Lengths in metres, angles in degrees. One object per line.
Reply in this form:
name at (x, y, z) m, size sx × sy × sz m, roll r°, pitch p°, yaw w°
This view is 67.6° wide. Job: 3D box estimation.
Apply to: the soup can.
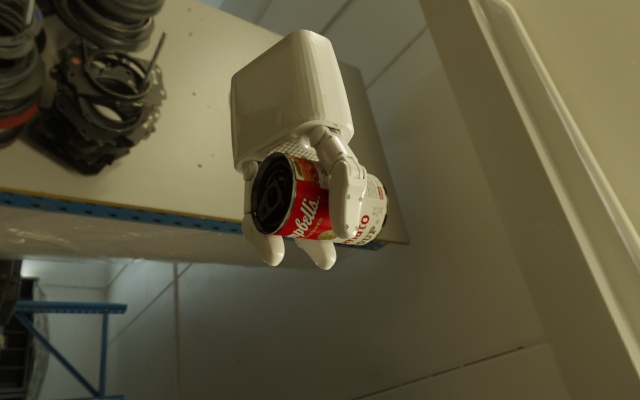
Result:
soup can at (0.000, 0.002, 0.414) m, size 0.102 × 0.068 × 0.068 m, roll 10°, pitch -6°, yaw -35°
